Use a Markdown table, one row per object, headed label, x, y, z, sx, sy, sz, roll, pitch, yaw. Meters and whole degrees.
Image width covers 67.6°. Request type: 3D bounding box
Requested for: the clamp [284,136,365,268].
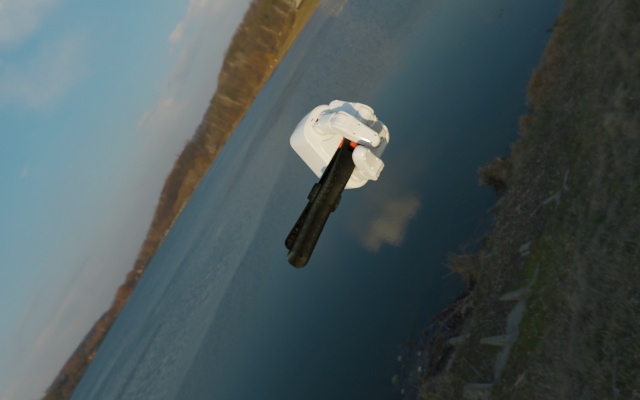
| label | x | y | z | sx | sy | sz | roll | pitch | yaw |
| --- | --- | --- | --- | --- | --- | --- | --- | --- | --- |
| clamp | 0.000 | 0.001 | 0.593 | 0.039 | 0.171 | 0.120 | 31 | -9 | -13 |
